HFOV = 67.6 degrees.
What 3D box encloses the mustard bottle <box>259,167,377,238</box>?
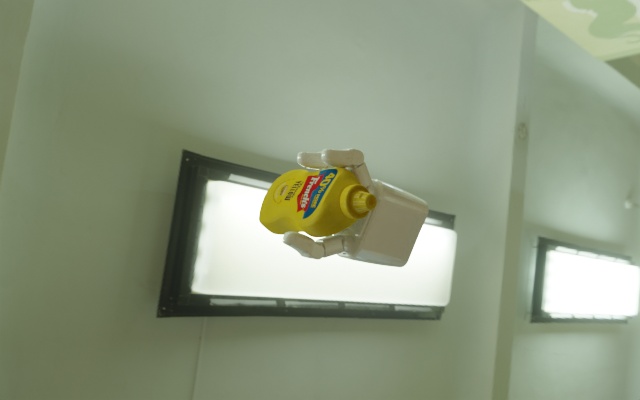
[{"bbox_3d":[0.000,0.002,0.616,0.058,0.096,0.191,45,-25,-29],"label":"mustard bottle"}]
